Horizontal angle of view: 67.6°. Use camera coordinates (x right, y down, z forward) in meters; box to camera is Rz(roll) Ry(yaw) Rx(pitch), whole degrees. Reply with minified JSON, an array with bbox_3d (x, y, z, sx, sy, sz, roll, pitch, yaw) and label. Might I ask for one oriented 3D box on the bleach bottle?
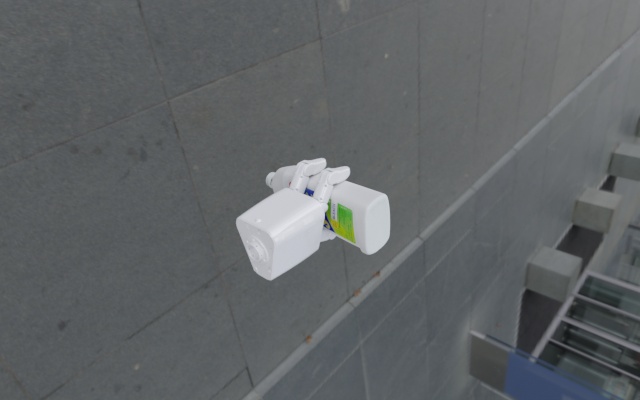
[{"bbox_3d":[0.000,0.003,0.830,0.250,0.103,0.068,21,39,38],"label":"bleach bottle"}]
